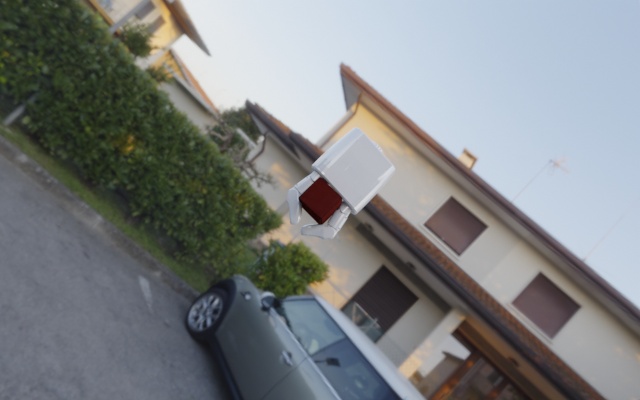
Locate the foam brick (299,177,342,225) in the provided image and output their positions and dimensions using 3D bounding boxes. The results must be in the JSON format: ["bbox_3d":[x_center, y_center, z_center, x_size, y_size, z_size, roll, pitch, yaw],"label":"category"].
[{"bbox_3d":[0.000,0.003,0.801,0.051,0.053,0.078,-44,-8,-7],"label":"foam brick"}]
